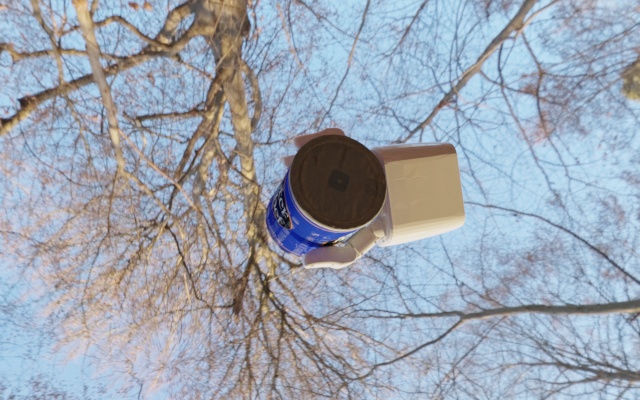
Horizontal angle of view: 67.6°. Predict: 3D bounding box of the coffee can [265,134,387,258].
[{"bbox_3d":[0.000,0.002,0.540,0.103,0.102,0.140,0,-18,-17],"label":"coffee can"}]
